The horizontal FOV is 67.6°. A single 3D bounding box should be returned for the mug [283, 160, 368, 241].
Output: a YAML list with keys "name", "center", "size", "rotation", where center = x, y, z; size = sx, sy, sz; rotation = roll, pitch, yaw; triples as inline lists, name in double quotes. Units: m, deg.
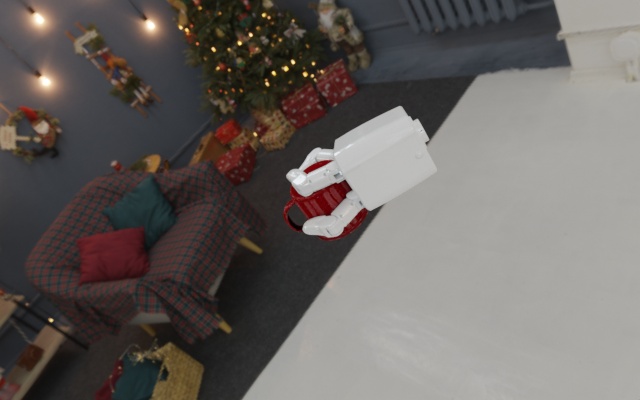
- name: "mug"
  center: [-0.001, 0.003, 0.685]
  size: [0.117, 0.081, 0.093]
  rotation: [-30, 33, 11]
